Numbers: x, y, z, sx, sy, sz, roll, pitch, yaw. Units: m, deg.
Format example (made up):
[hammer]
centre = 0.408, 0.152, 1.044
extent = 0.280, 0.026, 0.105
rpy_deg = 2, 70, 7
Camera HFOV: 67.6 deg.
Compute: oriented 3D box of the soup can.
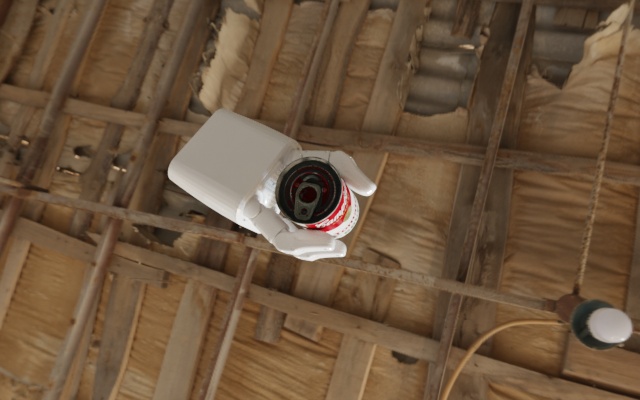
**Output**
[soup can]
centre = 0.001, 0.002, 0.506
extent = 0.068, 0.068, 0.102
rpy_deg = 0, -13, 15
